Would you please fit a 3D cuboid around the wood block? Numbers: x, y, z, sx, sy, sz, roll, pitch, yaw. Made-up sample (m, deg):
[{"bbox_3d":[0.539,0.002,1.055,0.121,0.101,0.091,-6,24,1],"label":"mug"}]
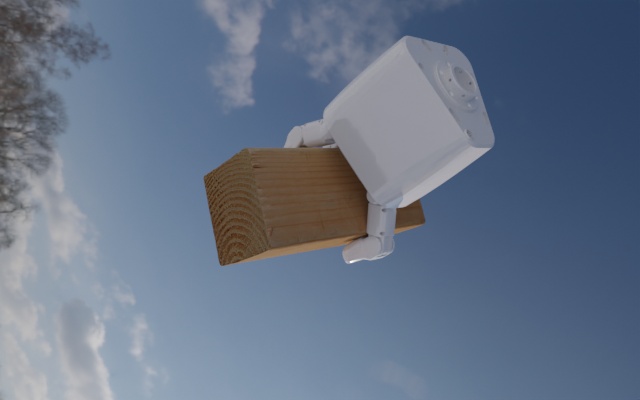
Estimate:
[{"bbox_3d":[0.000,0.002,0.487,0.206,0.091,0.090,-5,-12,-41],"label":"wood block"}]
